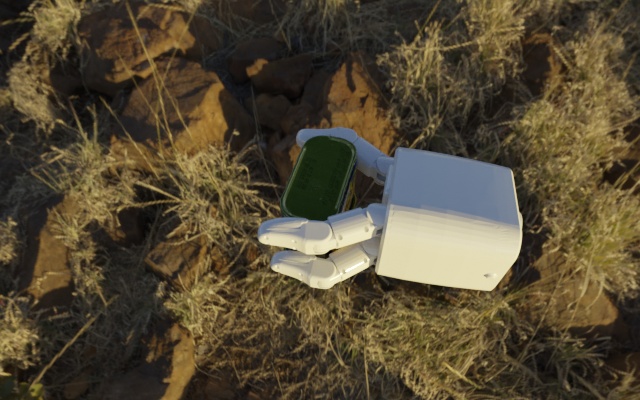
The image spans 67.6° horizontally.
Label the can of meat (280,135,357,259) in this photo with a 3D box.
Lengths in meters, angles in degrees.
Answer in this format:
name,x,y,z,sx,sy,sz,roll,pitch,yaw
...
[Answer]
name,x,y,z,sx,sy,sz,roll,pitch,yaw
can of meat,0.000,0.001,0.450,0.057,0.102,0.084,13,-31,9
